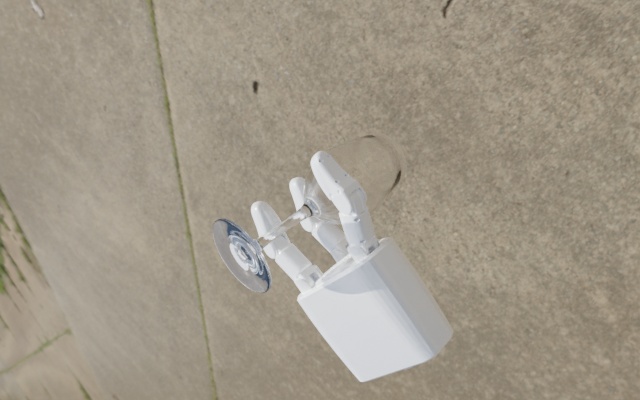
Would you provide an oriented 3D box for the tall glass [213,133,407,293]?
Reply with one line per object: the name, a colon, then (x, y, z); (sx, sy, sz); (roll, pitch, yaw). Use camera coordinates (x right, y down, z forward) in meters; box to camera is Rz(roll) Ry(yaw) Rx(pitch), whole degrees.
tall glass: (0.000, 0.002, 0.459); (0.201, 0.079, 0.079); (-35, 21, -34)
